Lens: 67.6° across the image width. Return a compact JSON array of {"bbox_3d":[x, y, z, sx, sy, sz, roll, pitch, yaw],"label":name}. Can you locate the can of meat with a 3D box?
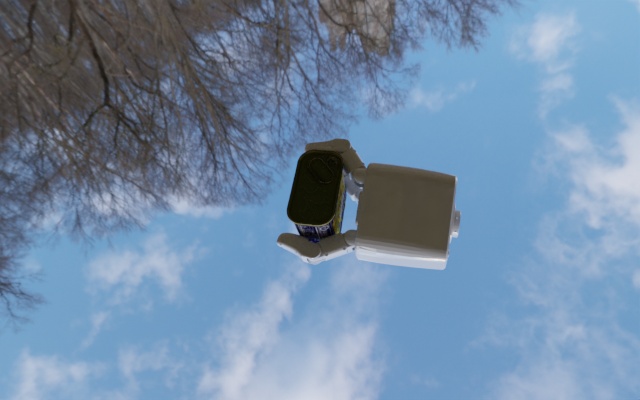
[{"bbox_3d":[0.000,0.002,0.598,0.057,0.102,0.084,5,-27,12],"label":"can of meat"}]
